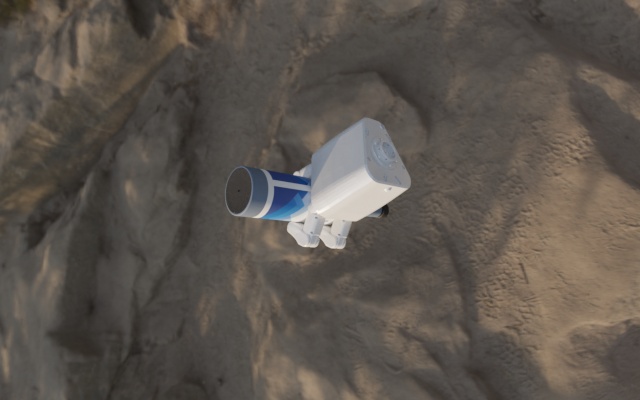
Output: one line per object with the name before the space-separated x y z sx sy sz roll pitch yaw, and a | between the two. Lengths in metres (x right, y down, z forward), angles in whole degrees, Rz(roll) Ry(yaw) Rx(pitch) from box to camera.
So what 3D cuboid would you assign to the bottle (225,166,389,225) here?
bottle | 0.000 0.002 0.724 0.296 0.069 0.069 8 -6 -42
